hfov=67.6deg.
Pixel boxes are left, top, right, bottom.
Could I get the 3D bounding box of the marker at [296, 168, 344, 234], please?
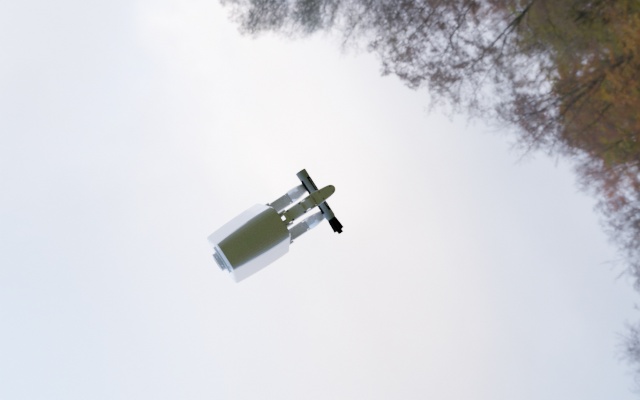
[{"bbox_3d":[0.000,0.003,0.775,0.020,0.121,0.020,-33,-1,-1],"label":"marker"}]
